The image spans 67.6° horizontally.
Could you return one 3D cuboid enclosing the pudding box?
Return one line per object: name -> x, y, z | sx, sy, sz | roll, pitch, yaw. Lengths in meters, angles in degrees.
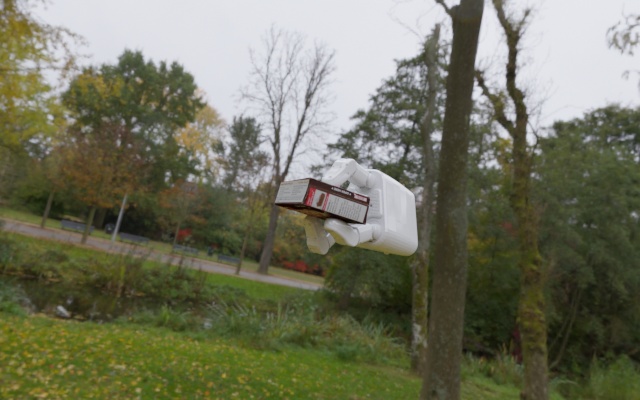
pudding box -> 0.000, 0.002, 0.625 | 0.090, 0.039, 0.113 | 17, -9, -21
